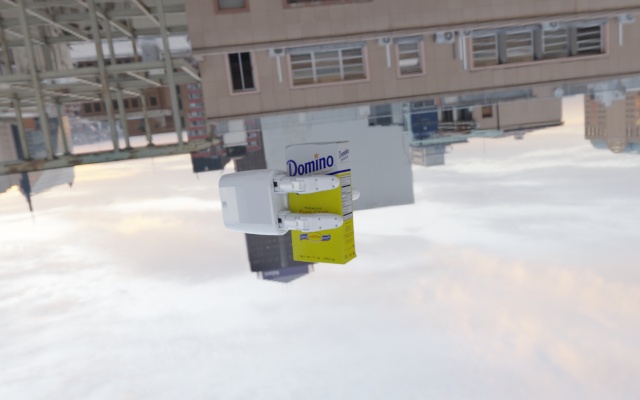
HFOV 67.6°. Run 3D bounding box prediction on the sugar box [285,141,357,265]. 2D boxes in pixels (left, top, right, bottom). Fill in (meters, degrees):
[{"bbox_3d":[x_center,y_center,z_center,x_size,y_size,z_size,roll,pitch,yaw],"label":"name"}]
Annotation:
[{"bbox_3d":[0.000,0.003,0.707,0.093,0.176,0.048,0,11,31],"label":"sugar box"}]
